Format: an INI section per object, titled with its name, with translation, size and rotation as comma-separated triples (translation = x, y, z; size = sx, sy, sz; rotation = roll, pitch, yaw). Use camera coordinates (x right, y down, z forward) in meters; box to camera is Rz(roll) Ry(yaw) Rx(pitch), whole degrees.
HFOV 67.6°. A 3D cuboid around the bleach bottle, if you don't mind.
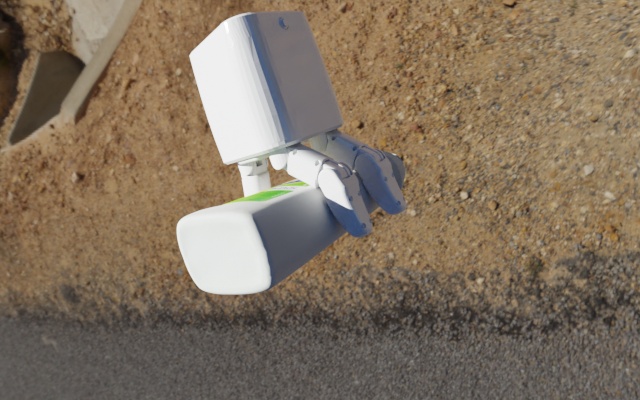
[bleach bottle]
translation = 0.000, 0.001, 0.442
size = 0.102, 0.068, 0.250
rotation = -8, 13, 40
